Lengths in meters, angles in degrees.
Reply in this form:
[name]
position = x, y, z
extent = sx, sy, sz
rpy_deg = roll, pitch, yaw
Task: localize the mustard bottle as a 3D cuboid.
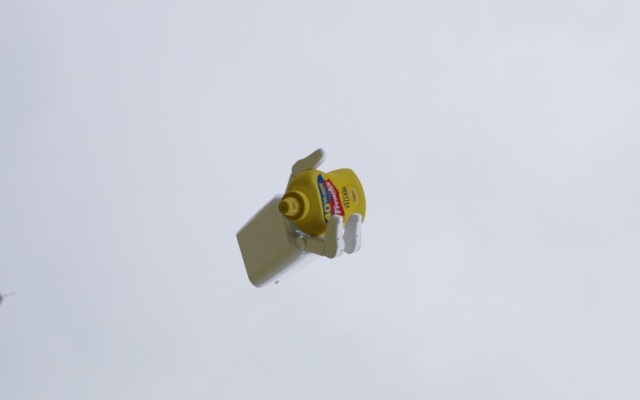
[mustard bottle]
position = 0.001, 0.002, 0.702
extent = 0.058, 0.096, 0.191
rpy_deg = -11, -2, 32
